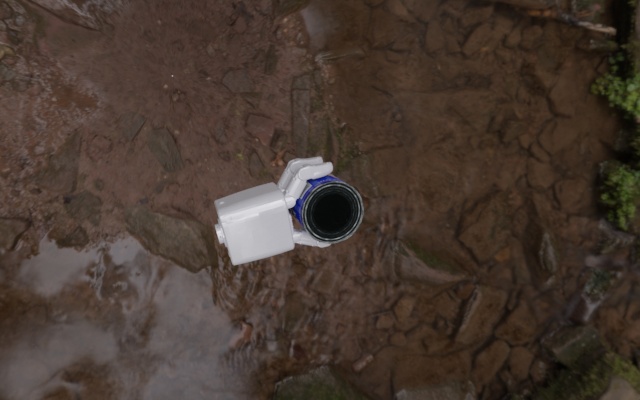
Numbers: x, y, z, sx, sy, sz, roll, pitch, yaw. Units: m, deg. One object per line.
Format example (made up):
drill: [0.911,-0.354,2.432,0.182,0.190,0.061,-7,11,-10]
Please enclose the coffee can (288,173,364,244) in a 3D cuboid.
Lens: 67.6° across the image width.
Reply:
coffee can: [0.000,0.003,0.809,0.103,0.103,0.140,0,14,-17]
